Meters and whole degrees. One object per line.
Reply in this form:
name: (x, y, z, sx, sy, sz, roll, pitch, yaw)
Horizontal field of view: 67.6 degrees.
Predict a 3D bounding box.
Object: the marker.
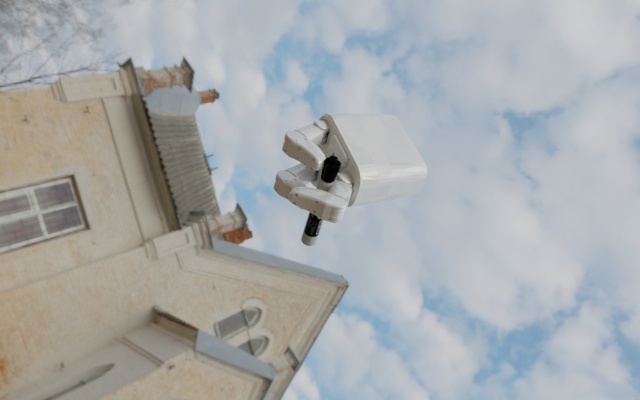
marker: (0.000, 0.002, 0.537, 0.020, 0.121, 0.020, 11, 36, -8)
